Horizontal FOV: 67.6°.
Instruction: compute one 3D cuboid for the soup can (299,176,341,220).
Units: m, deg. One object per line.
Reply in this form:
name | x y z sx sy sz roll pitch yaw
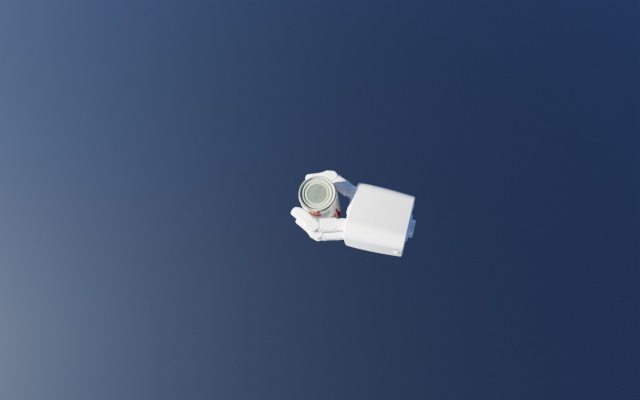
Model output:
soup can | 0.000 0.003 0.875 0.068 0.068 0.102 0 -18 7
